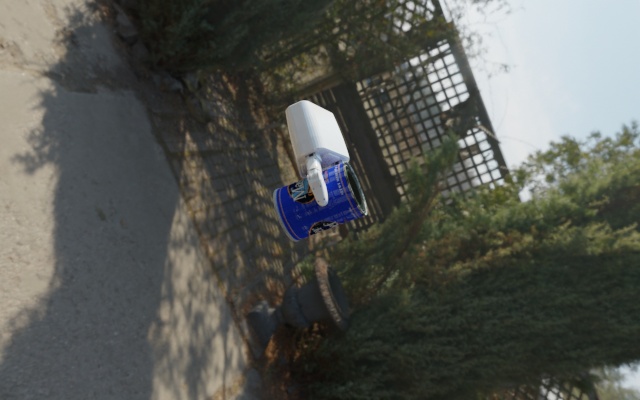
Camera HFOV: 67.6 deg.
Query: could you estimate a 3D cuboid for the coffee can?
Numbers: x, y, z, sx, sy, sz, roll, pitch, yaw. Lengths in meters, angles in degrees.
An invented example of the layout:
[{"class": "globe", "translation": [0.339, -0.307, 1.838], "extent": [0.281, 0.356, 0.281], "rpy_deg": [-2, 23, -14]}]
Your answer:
[{"class": "coffee can", "translation": [0.000, 0.003, 0.857], "extent": [0.140, 0.103, 0.103], "rpy_deg": [-21, -5, 14]}]
